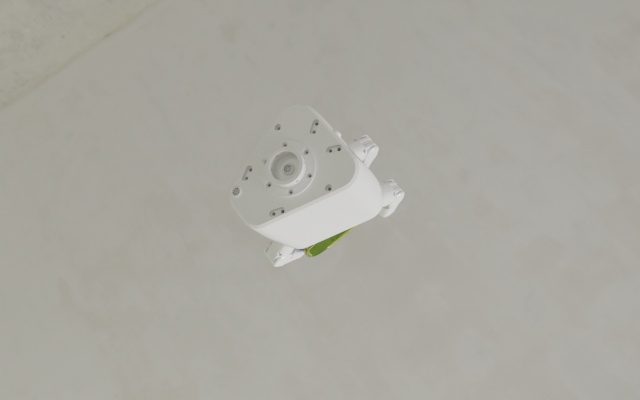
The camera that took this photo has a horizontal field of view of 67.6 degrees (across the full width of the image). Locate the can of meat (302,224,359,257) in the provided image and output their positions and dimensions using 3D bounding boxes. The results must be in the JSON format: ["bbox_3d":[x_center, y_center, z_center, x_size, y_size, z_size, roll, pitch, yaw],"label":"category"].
[{"bbox_3d":[0.000,0.002,0.534,0.102,0.084,0.057,-39,-21,2],"label":"can of meat"}]
